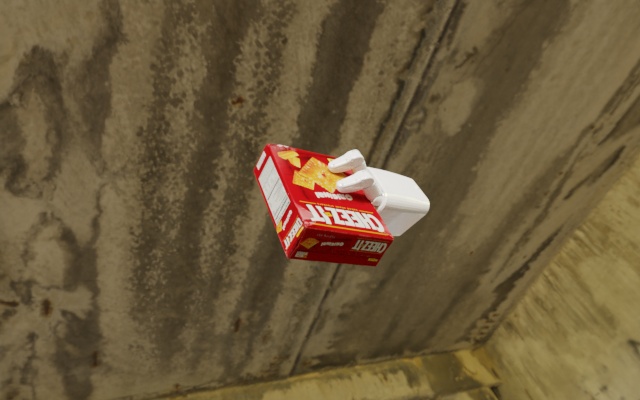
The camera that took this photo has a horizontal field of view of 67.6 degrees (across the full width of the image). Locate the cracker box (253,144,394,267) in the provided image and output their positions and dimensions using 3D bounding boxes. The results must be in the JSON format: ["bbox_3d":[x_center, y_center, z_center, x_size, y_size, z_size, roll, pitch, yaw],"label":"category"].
[{"bbox_3d":[0.000,0.003,0.775,0.164,0.072,0.213,9,35,-31],"label":"cracker box"}]
